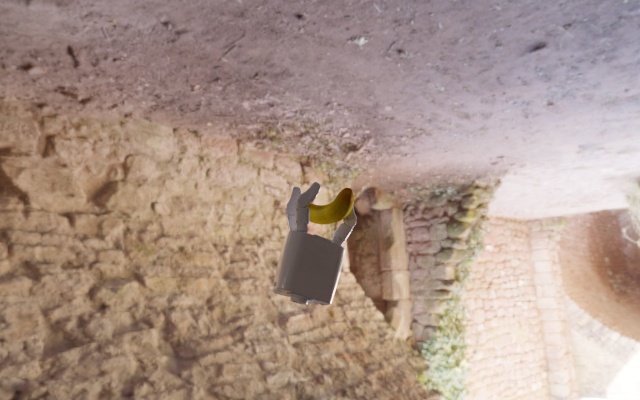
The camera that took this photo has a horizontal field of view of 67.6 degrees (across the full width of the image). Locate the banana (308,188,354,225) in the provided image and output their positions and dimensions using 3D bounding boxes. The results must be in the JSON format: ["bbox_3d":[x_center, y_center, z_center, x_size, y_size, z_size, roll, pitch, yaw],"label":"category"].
[{"bbox_3d":[0.011,0.015,0.890,0.070,0.037,0.198,43,-27,-23],"label":"banana"}]
